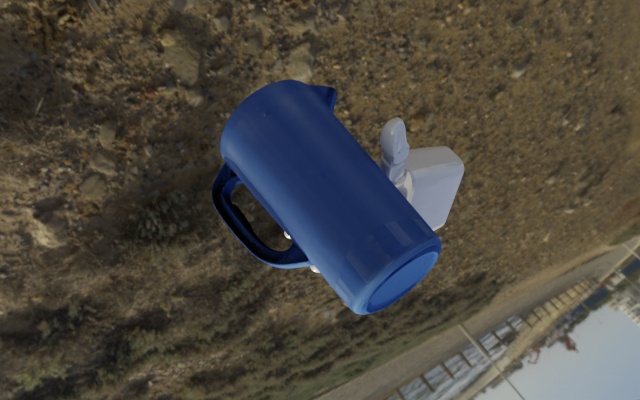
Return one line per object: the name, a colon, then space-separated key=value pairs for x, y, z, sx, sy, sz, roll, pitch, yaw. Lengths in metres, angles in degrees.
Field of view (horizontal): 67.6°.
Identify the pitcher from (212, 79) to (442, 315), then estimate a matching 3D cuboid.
pitcher: x=0.000 y=0.002 z=0.503 sx=0.145 sy=0.149 sz=0.242 roll=-15 pitch=54 yaw=-39
